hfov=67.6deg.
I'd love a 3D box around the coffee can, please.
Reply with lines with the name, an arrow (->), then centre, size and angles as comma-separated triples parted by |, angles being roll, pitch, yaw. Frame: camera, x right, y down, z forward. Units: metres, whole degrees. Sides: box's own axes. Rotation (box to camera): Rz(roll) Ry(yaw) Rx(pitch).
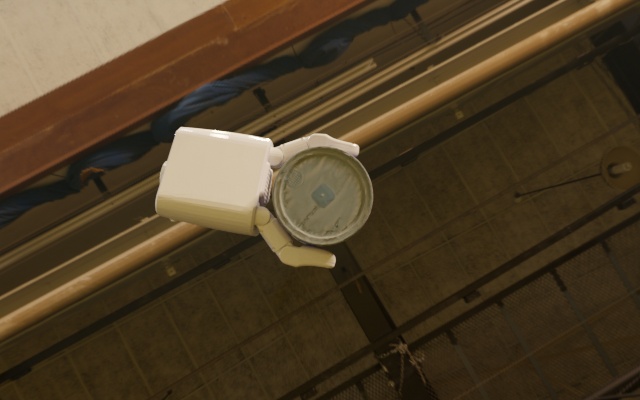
coffee can -> 0.000, 0.002, 0.553 | 0.103, 0.103, 0.140 | 0, -6, -2
